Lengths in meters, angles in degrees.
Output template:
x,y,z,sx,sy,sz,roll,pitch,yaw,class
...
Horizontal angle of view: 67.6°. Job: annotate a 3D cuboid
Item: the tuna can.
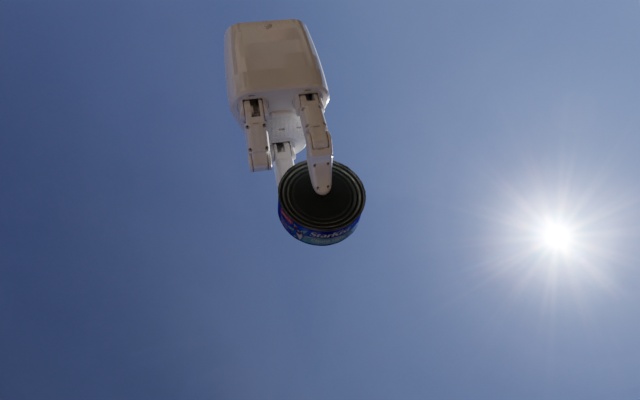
x,y,z,sx,sy,sz,roll,pitch,yaw,class
0.000,0.002,0.474,0.086,0.086,0.034,0,-35,-7,tuna can
